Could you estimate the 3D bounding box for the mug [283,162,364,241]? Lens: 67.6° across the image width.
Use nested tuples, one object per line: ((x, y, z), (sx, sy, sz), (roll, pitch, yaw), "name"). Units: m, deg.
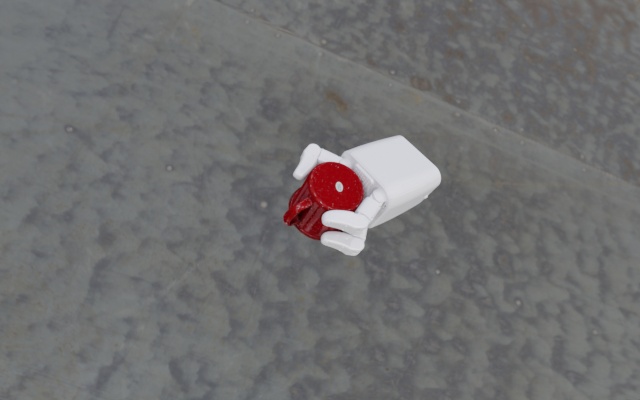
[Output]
((-0.001, 0.002, 0.665), (0.117, 0.093, 0.081), (-21, -19, -29), "mug")
